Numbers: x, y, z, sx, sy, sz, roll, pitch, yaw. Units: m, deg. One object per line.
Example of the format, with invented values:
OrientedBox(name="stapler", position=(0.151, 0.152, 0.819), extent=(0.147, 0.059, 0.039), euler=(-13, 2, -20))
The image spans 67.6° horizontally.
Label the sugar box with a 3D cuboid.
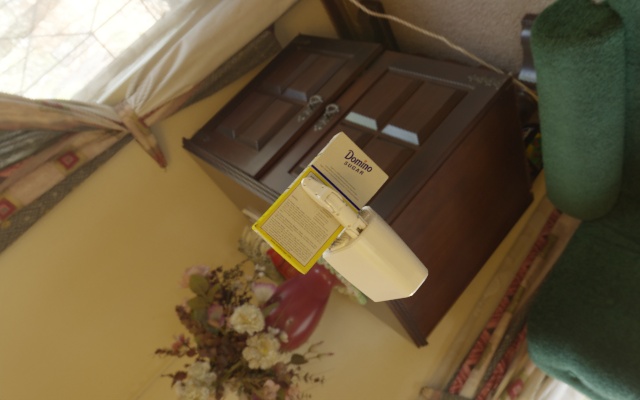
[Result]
OrientedBox(name="sugar box", position=(0.000, 0.002, 0.648), extent=(0.093, 0.176, 0.048), euler=(44, -12, -8))
